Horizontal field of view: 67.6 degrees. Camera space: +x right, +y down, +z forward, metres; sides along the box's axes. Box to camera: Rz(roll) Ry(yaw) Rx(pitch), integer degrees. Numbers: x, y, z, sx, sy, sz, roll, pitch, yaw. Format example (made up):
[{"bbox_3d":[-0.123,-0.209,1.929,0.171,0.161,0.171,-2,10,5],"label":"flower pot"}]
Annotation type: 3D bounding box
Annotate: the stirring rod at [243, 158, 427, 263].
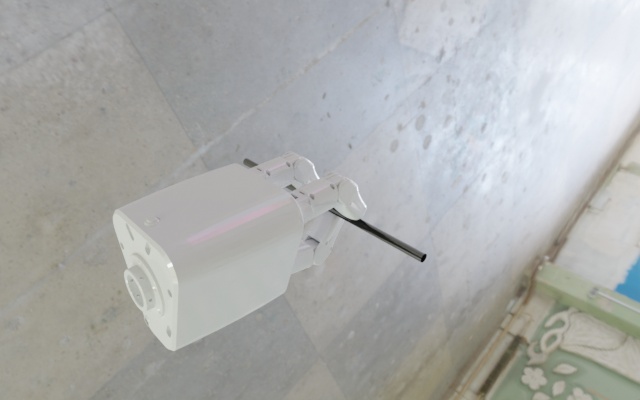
[{"bbox_3d":[0.000,0.002,0.459,0.239,0.011,0.011,28,18,38],"label":"stirring rod"}]
